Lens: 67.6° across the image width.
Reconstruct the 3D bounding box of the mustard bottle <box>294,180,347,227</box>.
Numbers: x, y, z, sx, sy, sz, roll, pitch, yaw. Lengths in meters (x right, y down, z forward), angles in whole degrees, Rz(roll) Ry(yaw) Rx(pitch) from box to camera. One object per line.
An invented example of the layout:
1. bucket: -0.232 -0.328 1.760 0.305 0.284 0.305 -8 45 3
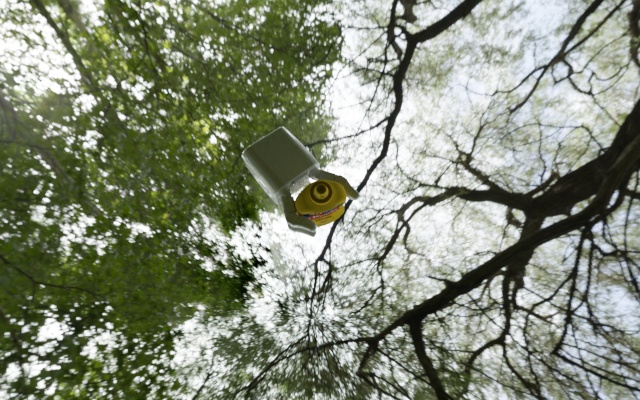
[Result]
1. mustard bottle: 0.000 0.003 0.889 0.096 0.058 0.192 -15 -13 -4
